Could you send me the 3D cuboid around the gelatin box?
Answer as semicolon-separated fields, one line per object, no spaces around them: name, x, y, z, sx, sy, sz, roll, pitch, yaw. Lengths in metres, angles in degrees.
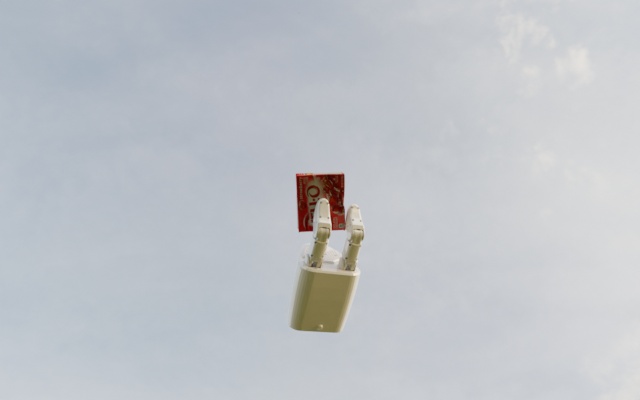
gelatin box;0.000;0.002;0.724;0.073;0.089;0.030;-2;11;-5
